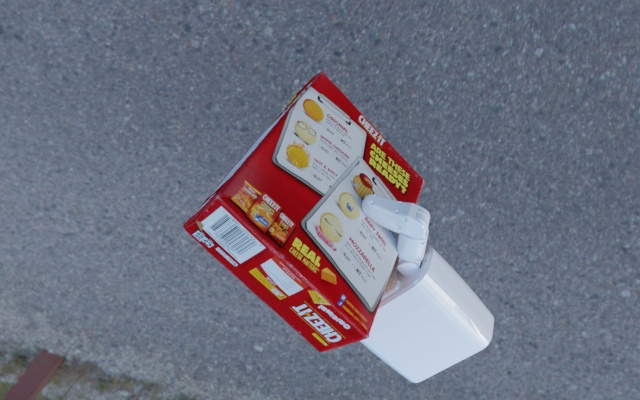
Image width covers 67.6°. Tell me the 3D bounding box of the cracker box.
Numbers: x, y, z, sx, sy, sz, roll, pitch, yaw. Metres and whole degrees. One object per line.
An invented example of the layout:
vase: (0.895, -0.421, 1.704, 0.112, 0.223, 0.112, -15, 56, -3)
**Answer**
cracker box: (0.000, 0.001, 0.446, 0.072, 0.164, 0.213, -33, 19, 41)
